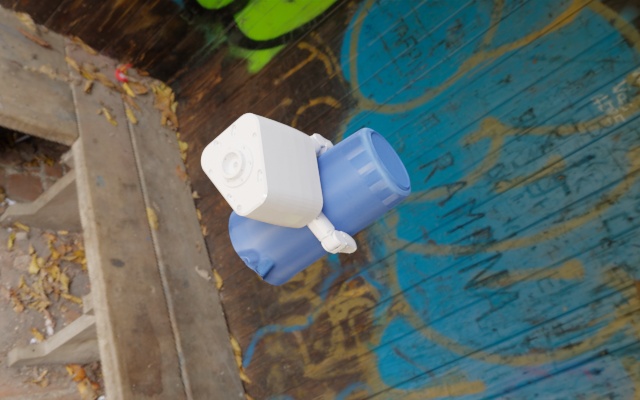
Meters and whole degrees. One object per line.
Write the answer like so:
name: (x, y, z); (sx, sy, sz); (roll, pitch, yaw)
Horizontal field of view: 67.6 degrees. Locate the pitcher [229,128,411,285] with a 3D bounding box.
pitcher: (0.000, 0.002, 0.675); (0.243, 0.149, 0.145); (-34, -25, 24)
